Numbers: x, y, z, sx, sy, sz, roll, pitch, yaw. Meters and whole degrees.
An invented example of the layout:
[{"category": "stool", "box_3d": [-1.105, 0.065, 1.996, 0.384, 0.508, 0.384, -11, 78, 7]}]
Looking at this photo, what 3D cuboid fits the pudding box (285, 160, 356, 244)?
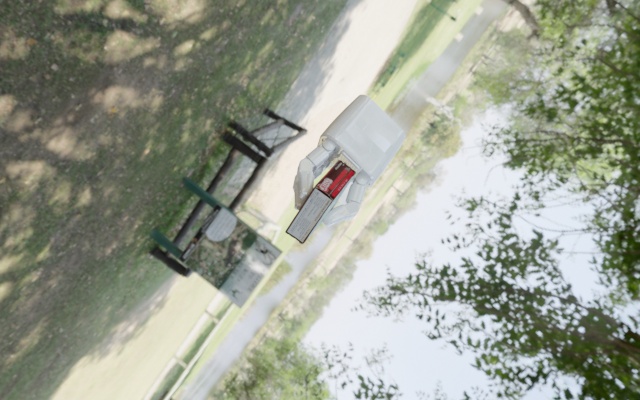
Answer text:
[{"category": "pudding box", "box_3d": [0.000, 0.002, 0.731, 0.039, 0.113, 0.090, 36, 40, 5]}]
